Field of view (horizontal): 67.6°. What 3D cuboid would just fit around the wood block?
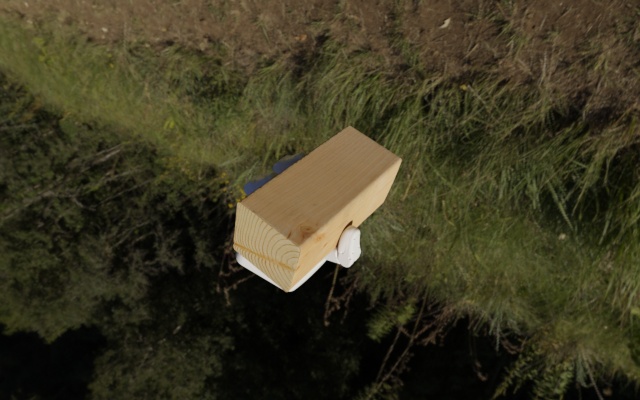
[{"bbox_3d":[0.000,0.002,0.590,0.091,0.090,0.206,36,50,17],"label":"wood block"}]
